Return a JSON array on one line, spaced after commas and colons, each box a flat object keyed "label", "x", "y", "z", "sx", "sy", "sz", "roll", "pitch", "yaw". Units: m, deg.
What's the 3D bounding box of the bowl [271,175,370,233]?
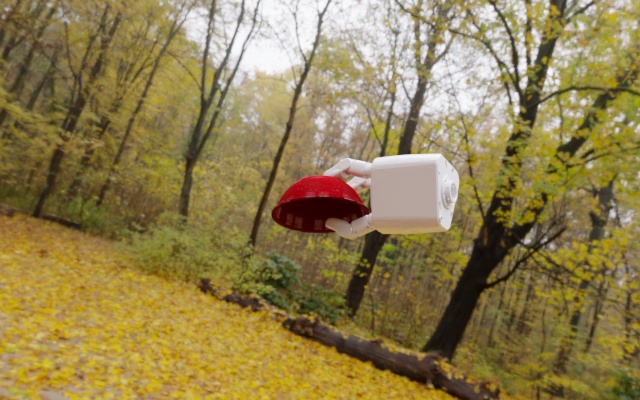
[{"label": "bowl", "x": -0.001, "y": 0.002, "z": 0.792, "sx": 0.162, "sy": 0.055, "sz": 0.162, "roll": -1, "pitch": -24, "yaw": 0}]
